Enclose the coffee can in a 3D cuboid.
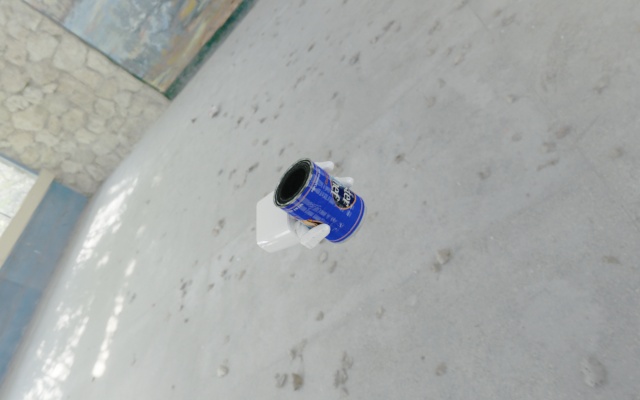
[{"bbox_3d":[0.000,0.003,0.865,0.140,0.102,0.103,35,-19,-29],"label":"coffee can"}]
